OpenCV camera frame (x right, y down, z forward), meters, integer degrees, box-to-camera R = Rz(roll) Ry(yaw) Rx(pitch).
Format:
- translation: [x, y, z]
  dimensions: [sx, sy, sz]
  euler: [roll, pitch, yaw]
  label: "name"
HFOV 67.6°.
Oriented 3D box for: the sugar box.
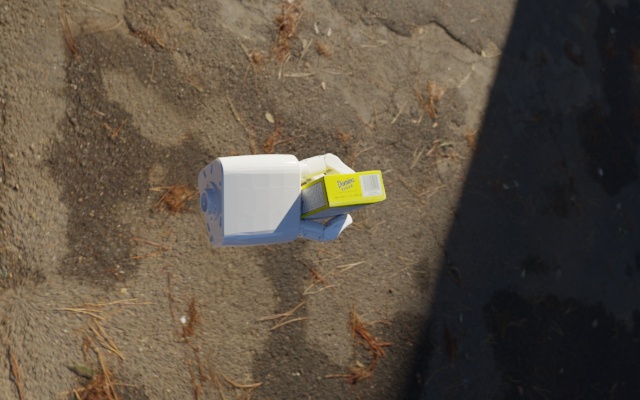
- translation: [0.000, 0.002, 0.666]
  dimensions: [0.093, 0.048, 0.176]
  euler: [-6, -7, -33]
  label: "sugar box"
